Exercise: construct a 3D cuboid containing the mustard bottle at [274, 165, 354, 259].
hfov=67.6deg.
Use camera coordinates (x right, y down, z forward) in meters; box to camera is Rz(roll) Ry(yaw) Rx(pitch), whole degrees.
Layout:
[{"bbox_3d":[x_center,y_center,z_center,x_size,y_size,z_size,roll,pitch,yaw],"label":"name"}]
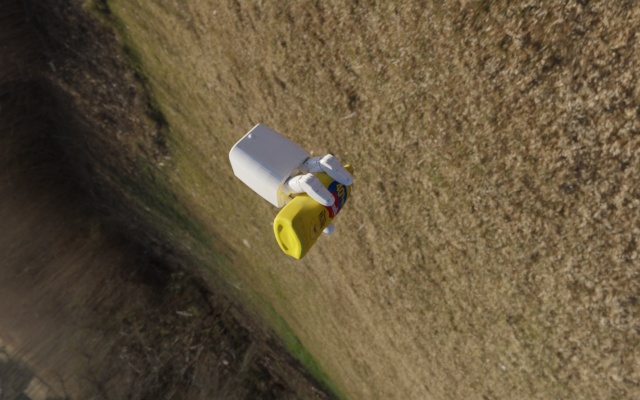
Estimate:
[{"bbox_3d":[0.000,0.003,0.804,0.058,0.096,0.191,20,51,28],"label":"mustard bottle"}]
